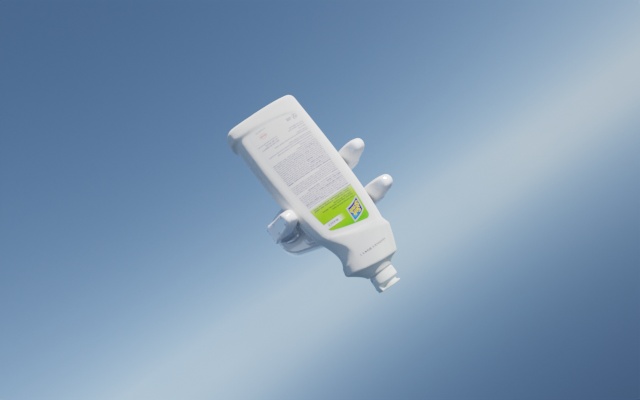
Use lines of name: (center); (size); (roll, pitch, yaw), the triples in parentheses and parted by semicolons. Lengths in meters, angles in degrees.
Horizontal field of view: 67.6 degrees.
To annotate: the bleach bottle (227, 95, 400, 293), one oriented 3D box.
bleach bottle: (0.000, 0.002, 0.563); (0.102, 0.251, 0.068); (-35, -10, -6)
